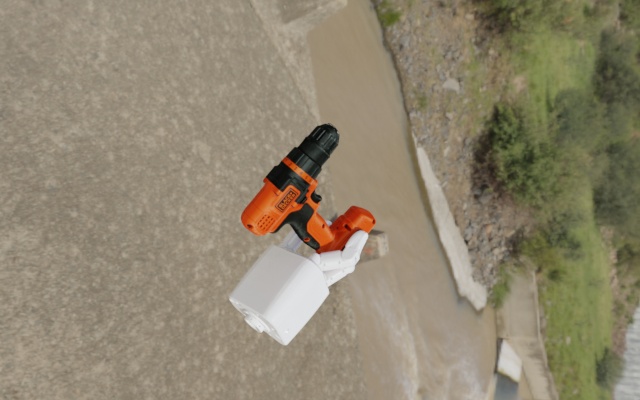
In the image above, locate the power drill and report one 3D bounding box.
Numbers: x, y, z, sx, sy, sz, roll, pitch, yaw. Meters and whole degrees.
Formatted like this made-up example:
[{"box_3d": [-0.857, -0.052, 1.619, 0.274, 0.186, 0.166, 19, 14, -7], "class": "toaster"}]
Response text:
[{"box_3d": [0.000, 0.003, 0.700, 0.188, 0.184, 0.057, 39, 3, -38], "class": "power drill"}]
